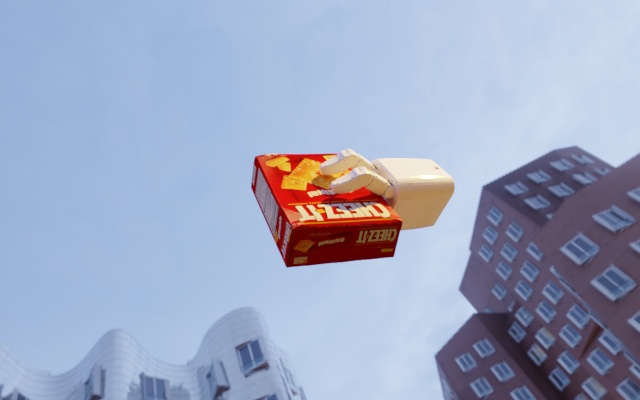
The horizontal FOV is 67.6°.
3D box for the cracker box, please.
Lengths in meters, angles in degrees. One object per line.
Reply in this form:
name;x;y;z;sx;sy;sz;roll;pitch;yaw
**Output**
cracker box;0.000;0.002;0.718;0.164;0.072;0.213;-3;32;-21
